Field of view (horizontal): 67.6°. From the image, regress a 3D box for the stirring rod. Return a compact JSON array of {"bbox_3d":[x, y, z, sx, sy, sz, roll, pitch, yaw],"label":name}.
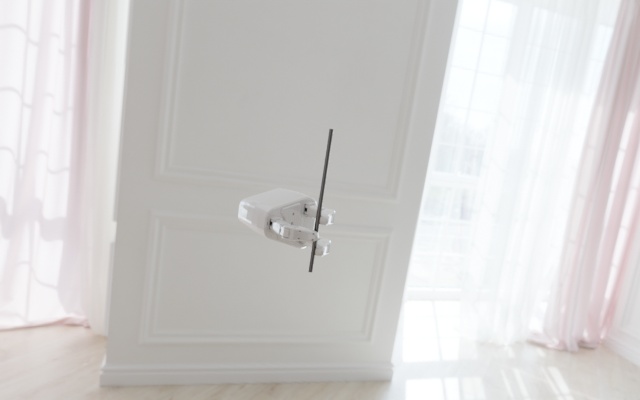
[{"bbox_3d":[0.000,0.003,0.785,0.011,0.239,0.011,8,9,-1],"label":"stirring rod"}]
